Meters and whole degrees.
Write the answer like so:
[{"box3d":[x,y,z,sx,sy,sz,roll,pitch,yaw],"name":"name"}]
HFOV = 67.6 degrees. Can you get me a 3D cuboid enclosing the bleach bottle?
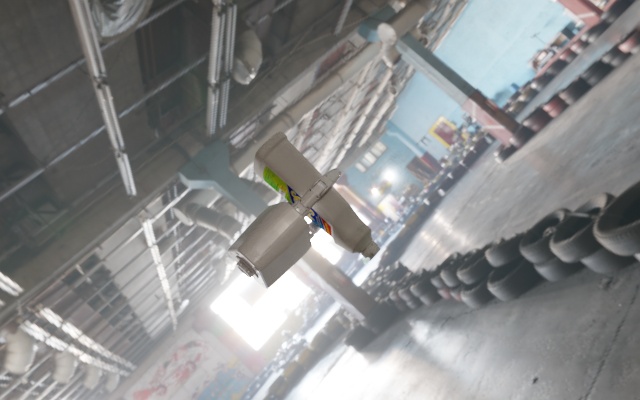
[{"box3d":[0.000,0.003,0.791,0.068,0.251,0.103,-45,-6,-20],"name":"bleach bottle"}]
